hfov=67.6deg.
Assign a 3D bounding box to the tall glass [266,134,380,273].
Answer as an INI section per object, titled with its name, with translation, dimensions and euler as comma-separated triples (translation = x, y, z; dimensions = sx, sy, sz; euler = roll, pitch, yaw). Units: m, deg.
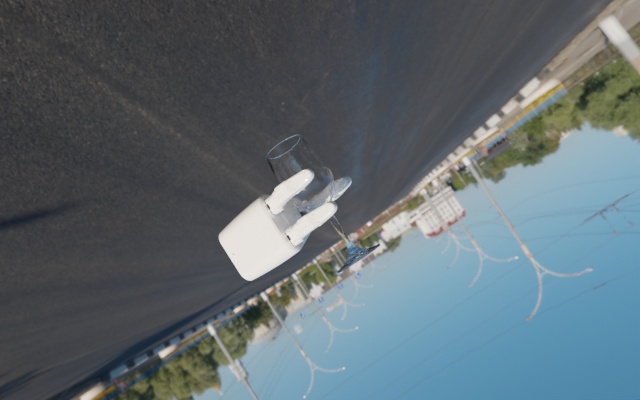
[tall glass]
translation = 0.001, 0.003, 0.697
dimensions = 0.079, 0.201, 0.079
euler = -33, -6, -4
